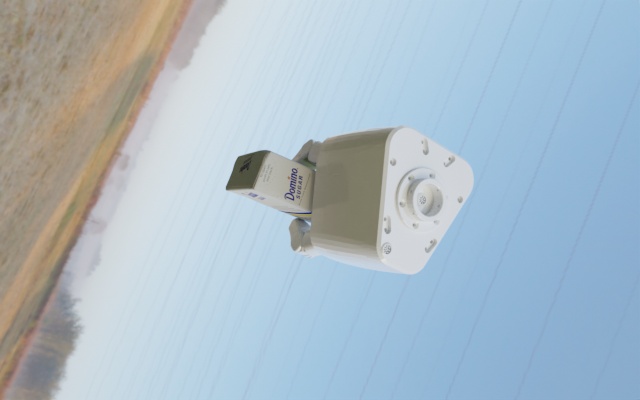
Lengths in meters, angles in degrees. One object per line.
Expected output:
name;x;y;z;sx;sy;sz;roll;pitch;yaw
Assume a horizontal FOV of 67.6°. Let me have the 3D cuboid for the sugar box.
sugar box;0.000;0.001;0.492;0.176;0.048;0.093;25;-11;-25
